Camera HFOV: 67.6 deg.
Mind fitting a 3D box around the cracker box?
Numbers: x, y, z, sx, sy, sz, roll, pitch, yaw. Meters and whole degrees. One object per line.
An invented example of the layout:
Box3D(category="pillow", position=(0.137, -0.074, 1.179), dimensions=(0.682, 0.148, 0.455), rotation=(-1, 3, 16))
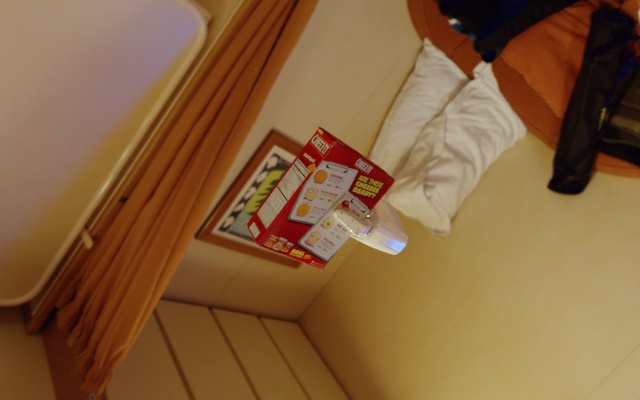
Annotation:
Box3D(category="cracker box", position=(0.000, 0.003, 0.825), dimensions=(0.164, 0.214, 0.072), rotation=(27, 15, -42))
